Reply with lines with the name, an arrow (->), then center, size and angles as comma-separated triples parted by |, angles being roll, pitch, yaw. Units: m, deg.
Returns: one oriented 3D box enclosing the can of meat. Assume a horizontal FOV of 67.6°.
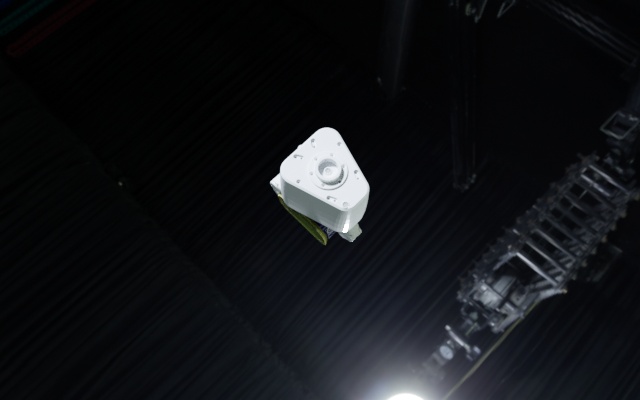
can of meat -> 0.000, 0.002, 0.736 | 0.102, 0.084, 0.057 | 43, -12, 15
